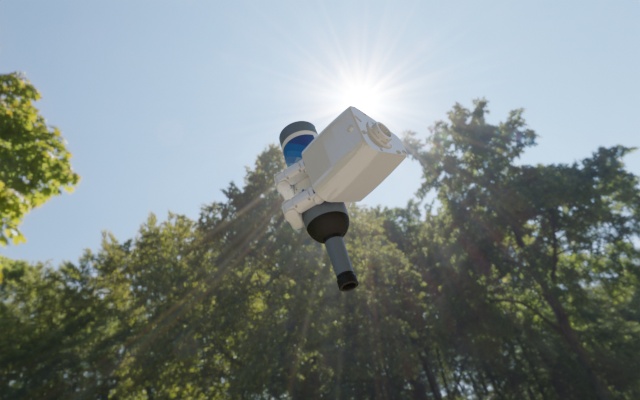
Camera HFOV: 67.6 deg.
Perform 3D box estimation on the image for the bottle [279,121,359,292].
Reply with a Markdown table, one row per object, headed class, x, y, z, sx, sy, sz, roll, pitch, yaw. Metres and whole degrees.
| class | x | y | z | sx | sy | sz | roll | pitch | yaw |
| --- | --- | --- | --- | --- | --- | --- | --- | --- | --- |
| bottle | 0.000 | 0.002 | 0.725 | 0.069 | 0.295 | 0.069 | -12 | -36 | -9 |
